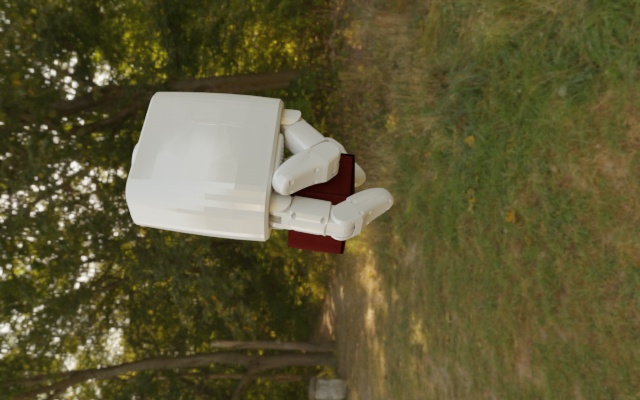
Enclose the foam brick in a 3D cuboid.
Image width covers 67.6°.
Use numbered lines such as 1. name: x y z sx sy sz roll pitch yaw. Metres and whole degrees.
1. foam brick: 0.000 0.002 0.417 0.051 0.053 0.078 5 -44 -1
